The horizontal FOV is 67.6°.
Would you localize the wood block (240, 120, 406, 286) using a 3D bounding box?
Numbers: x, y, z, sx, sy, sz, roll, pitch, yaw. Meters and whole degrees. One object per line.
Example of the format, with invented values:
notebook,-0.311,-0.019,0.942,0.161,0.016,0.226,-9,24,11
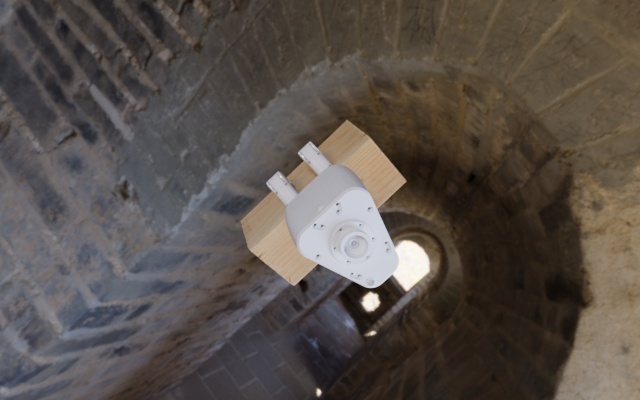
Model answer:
wood block,0.001,0.002,0.650,0.091,0.206,0.090,45,5,-28
